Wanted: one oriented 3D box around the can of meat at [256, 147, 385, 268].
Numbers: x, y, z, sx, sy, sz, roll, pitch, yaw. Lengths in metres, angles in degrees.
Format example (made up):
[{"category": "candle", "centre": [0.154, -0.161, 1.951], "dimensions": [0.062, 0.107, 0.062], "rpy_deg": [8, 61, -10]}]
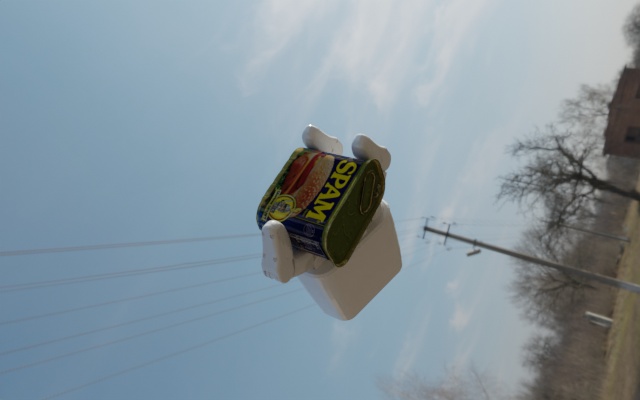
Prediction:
[{"category": "can of meat", "centre": [0.000, 0.001, 0.448], "dimensions": [0.084, 0.102, 0.057], "rpy_deg": [16, -30, 32]}]
